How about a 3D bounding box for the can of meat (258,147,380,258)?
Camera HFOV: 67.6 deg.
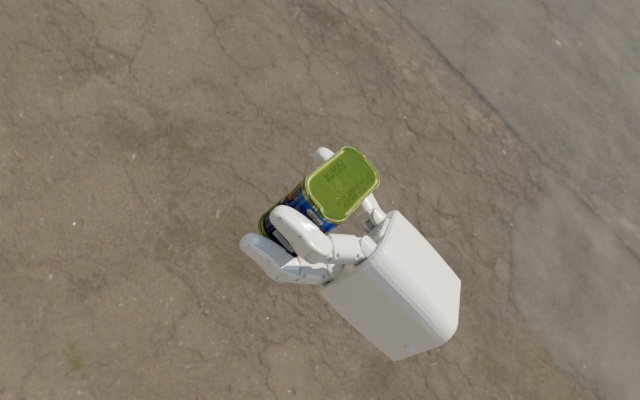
[{"bbox_3d":[0.000,0.001,0.463,0.084,0.057,0.102,-40,2,45],"label":"can of meat"}]
